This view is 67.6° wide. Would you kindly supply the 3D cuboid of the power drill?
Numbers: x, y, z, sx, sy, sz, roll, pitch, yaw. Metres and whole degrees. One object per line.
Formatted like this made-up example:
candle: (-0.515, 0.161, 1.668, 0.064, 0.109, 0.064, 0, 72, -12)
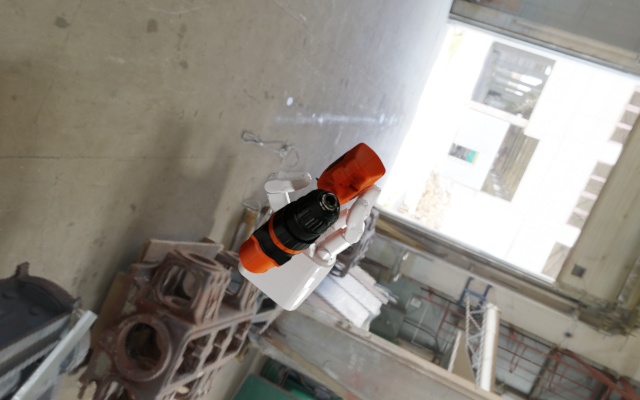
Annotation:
power drill: (0.000, 0.002, 0.567, 0.187, 0.057, 0.184, -40, 3, -41)
